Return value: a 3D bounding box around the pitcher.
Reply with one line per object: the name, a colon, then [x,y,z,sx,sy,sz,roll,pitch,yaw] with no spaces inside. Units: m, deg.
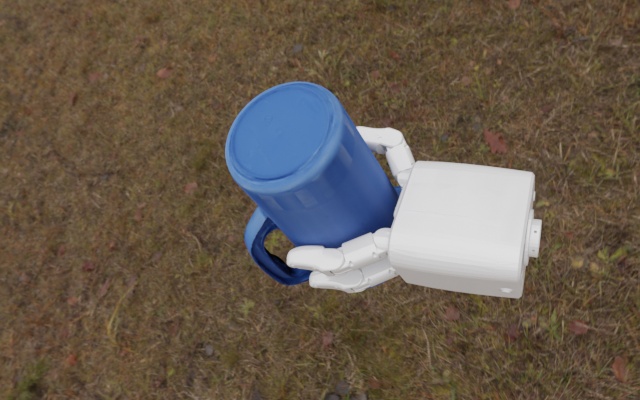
pitcher: [0.000,0.002,0.483,0.145,0.149,0.243,6,-23,25]
